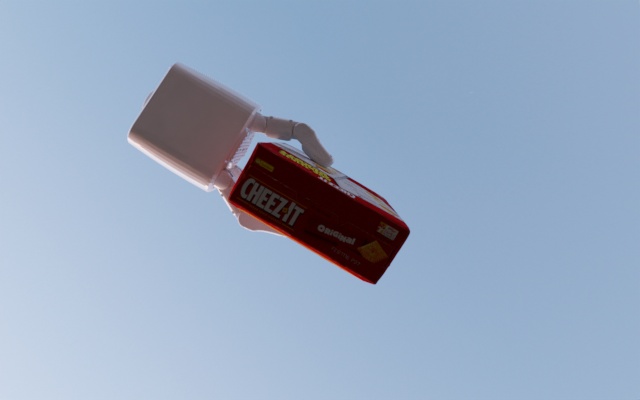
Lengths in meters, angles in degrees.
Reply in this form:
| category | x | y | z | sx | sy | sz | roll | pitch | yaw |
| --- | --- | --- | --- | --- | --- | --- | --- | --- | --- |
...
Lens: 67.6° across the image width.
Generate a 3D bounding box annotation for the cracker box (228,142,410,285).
| category | x | y | z | sx | sy | sz | roll | pitch | yaw |
| --- | --- | --- | --- | --- | --- | --- | --- | --- | --- |
| cracker box | 0.000 | 0.002 | 0.540 | 0.164 | 0.072 | 0.213 | 30 | 8 | -2 |
